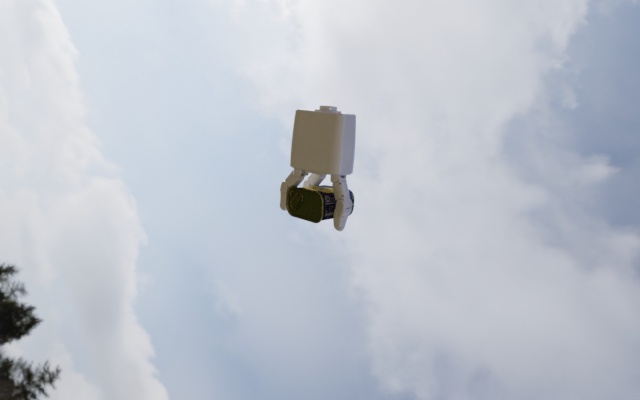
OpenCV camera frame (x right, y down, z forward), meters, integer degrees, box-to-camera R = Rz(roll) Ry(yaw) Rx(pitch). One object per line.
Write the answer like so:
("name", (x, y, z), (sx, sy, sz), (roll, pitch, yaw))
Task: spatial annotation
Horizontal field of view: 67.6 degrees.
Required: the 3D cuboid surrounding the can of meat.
("can of meat", (0.000, 0.003, 0.885), (0.084, 0.057, 0.102), (-8, 14, -41))
